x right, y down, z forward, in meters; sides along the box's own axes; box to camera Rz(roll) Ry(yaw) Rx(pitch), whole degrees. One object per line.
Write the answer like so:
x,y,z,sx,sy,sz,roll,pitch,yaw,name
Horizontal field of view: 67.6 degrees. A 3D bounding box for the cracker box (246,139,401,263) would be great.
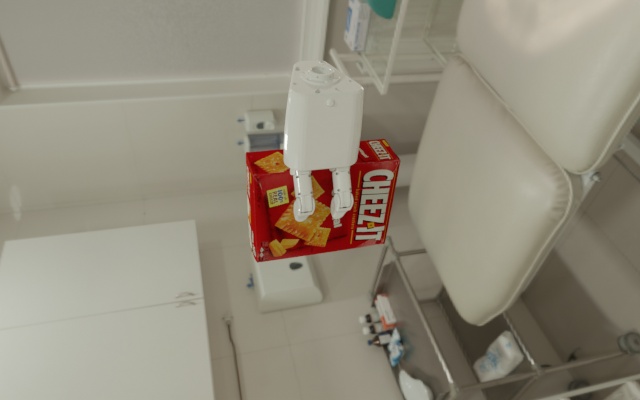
0.000,0.002,0.716,0.213,0.164,0.072,-7,38,-15,cracker box
